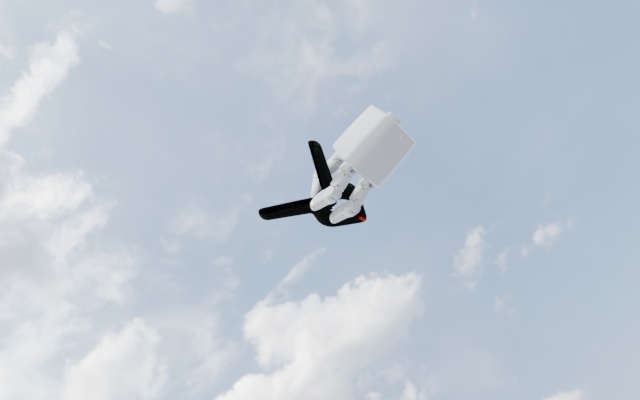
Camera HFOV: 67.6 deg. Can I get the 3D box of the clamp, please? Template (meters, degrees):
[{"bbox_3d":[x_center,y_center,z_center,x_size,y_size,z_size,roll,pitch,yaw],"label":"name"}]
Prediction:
[{"bbox_3d":[0.000,0.002,0.868,0.210,0.164,0.036,34,14,-40],"label":"clamp"}]
